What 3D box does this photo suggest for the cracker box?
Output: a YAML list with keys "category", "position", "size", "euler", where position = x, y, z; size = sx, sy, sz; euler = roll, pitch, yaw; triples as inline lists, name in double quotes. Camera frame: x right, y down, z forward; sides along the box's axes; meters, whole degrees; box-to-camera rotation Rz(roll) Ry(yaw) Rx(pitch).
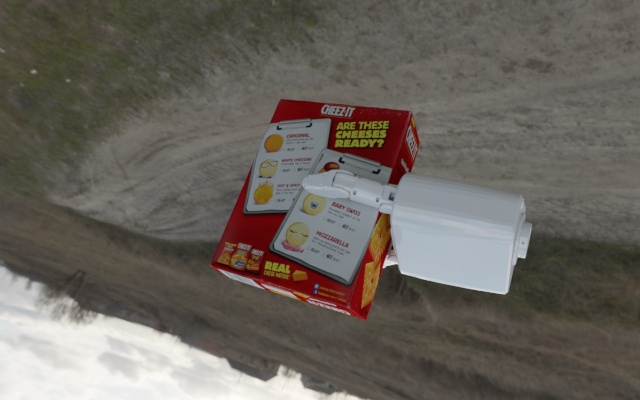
- category: "cracker box"
  position: [0.000, 0.002, 0.522]
  size: [0.164, 0.213, 0.072]
  euler: [11, -20, 25]
